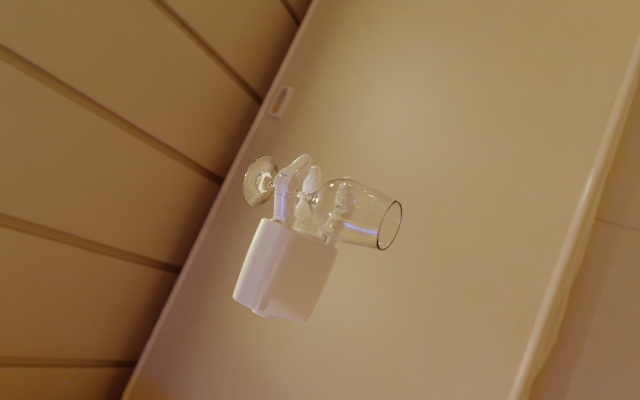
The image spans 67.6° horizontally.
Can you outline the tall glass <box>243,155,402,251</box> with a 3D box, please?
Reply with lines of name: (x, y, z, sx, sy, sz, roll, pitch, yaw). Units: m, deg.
tall glass: (0.000, 0.002, 0.608, 0.201, 0.079, 0.079, 19, 9, 29)
